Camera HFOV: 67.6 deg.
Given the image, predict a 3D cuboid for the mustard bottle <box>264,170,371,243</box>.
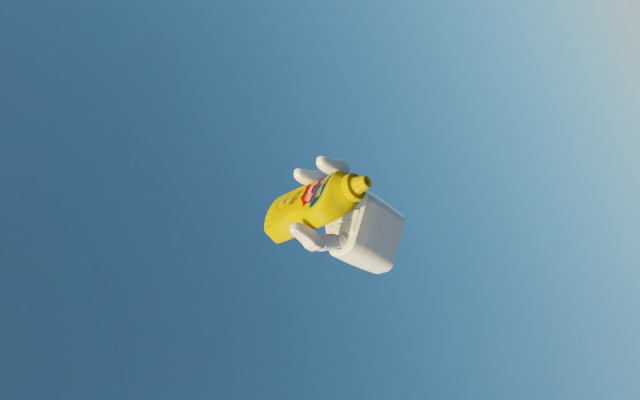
[{"bbox_3d":[0.000,0.002,0.725,0.192,0.058,0.096,-23,26,42],"label":"mustard bottle"}]
